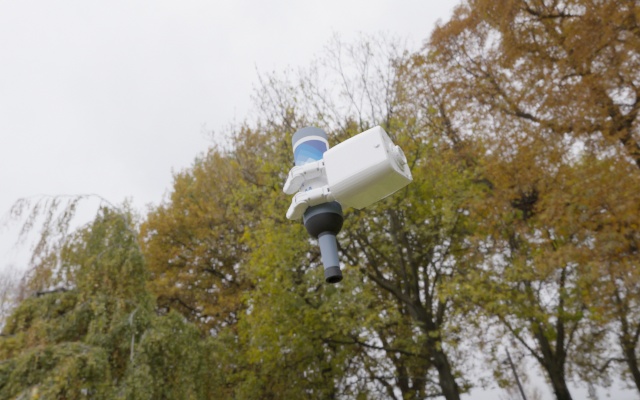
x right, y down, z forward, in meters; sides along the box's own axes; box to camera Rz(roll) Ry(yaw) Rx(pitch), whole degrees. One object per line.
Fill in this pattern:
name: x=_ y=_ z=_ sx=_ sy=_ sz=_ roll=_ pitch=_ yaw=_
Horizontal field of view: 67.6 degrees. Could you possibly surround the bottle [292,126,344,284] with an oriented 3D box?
bottle: x=0.000 y=0.003 z=0.814 sx=0.069 sy=0.295 sz=0.069 roll=-7 pitch=-35 yaw=-5
